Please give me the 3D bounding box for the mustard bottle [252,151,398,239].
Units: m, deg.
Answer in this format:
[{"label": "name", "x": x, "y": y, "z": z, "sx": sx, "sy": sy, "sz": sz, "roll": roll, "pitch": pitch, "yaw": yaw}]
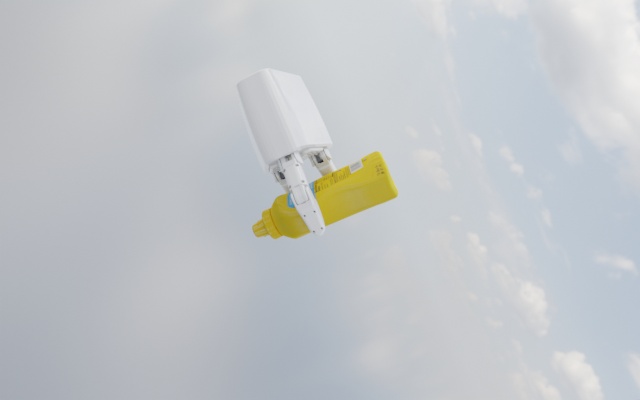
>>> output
[{"label": "mustard bottle", "x": 0.000, "y": 0.002, "z": 0.613, "sx": 0.191, "sy": 0.058, "sz": 0.096, "roll": -24, "pitch": 21, "yaw": 8}]
